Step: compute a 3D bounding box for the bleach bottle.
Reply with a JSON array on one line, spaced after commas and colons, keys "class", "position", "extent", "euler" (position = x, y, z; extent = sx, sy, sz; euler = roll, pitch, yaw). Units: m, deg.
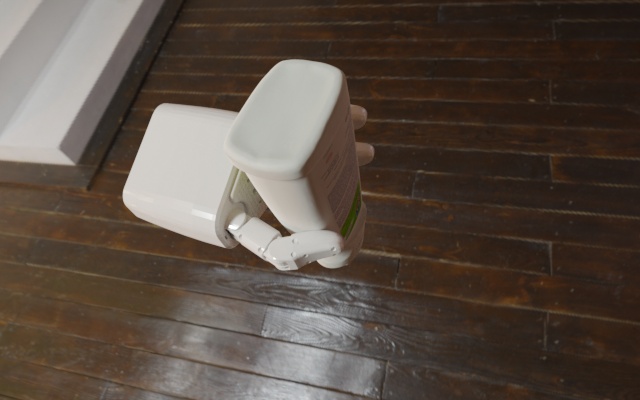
[{"class": "bleach bottle", "position": [0.000, 0.001, 0.427], "extent": [0.068, 0.102, 0.251], "euler": [16, -27, 21]}]
